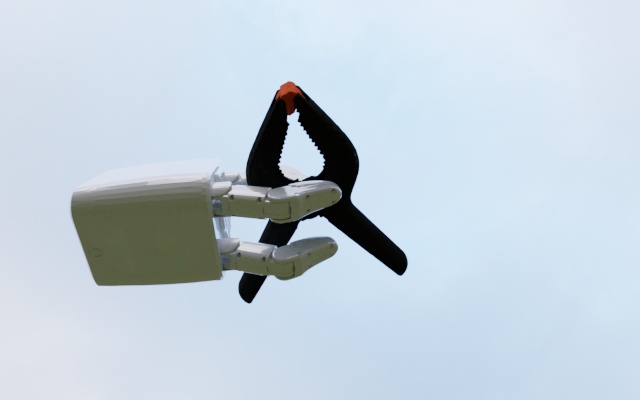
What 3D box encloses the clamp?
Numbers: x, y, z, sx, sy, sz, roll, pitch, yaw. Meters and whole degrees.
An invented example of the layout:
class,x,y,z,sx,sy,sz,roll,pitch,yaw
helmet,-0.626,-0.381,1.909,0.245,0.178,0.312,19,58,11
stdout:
class,x,y,z,sx,sy,sz,roll,pitch,yaw
clamp,0.000,0.001,0.418,0.164,0.210,0.036,-5,31,-5
